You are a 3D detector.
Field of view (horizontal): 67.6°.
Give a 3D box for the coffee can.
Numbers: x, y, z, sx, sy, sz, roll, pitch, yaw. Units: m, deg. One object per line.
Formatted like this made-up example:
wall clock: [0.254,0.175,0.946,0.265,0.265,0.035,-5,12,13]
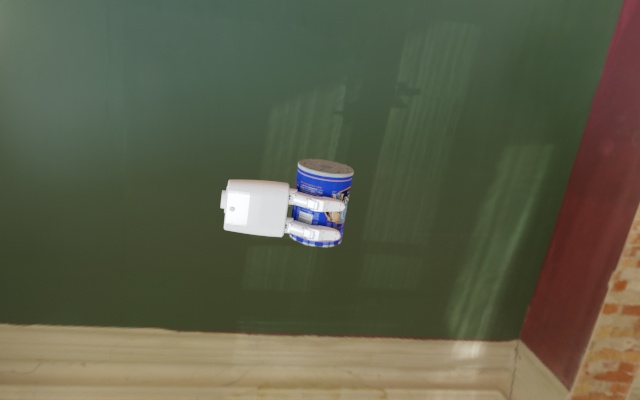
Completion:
coffee can: [0.000,0.003,0.889,0.103,0.140,0.102,8,17,-2]
